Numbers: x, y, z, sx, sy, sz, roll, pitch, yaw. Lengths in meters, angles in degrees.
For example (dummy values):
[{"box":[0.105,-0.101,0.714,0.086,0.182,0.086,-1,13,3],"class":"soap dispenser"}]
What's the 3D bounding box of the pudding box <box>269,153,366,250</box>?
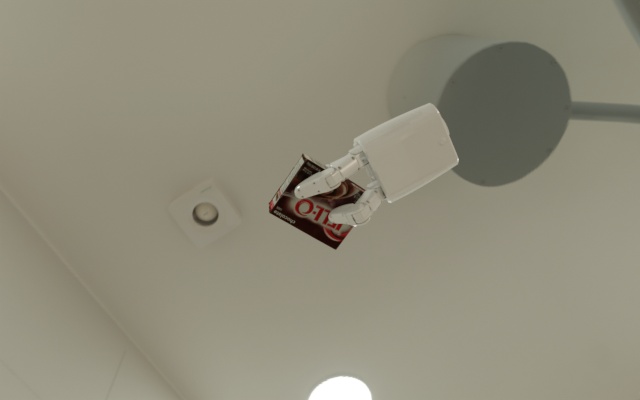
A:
[{"box":[0.000,0.002,0.646,0.113,0.090,0.039,31,14,-17],"class":"pudding box"}]
